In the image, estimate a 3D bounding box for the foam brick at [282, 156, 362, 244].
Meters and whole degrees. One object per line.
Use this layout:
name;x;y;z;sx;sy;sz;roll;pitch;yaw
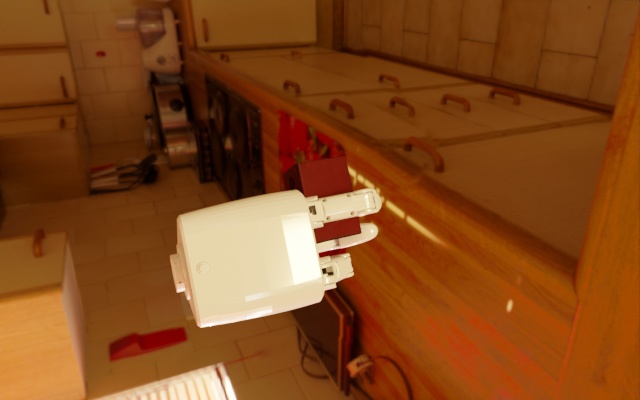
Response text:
foam brick;0.000;0.001;0.460;0.051;0.078;0.053;-11;-4;-19
